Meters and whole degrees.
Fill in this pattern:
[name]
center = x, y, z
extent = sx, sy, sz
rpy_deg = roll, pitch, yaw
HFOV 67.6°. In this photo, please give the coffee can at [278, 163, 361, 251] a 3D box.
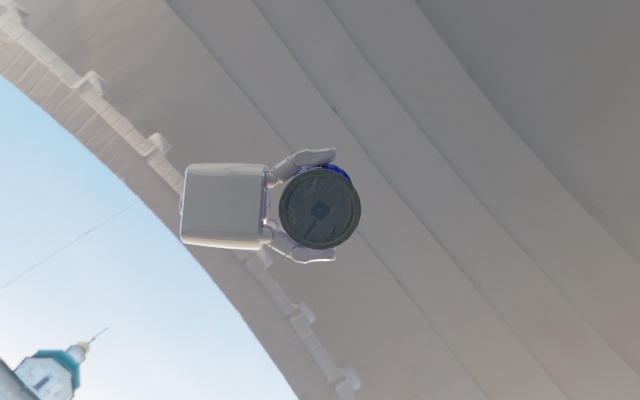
[coffee can]
center = 0.000, 0.002, 0.658
extent = 0.103, 0.103, 0.140
rpy_deg = 0, 8, 1
